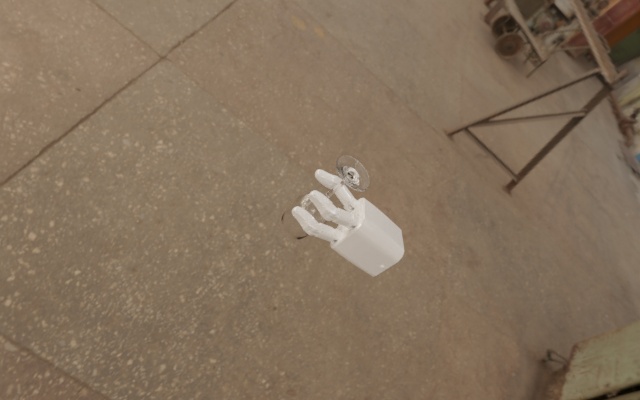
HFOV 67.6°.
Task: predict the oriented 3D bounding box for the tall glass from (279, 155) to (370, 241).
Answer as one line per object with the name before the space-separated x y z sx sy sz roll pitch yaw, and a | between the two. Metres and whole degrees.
tall glass | 0.000 0.002 0.895 0.079 0.079 0.201 0 -31 -43
